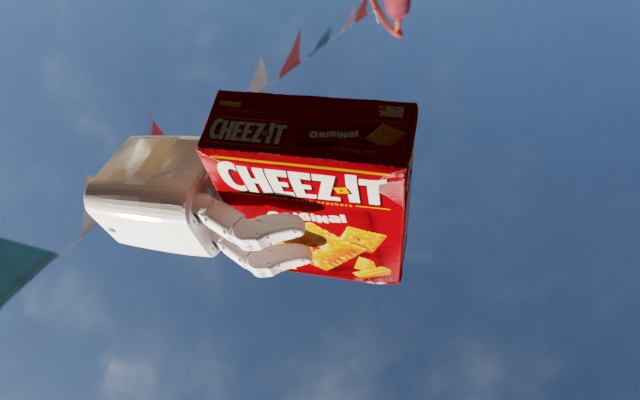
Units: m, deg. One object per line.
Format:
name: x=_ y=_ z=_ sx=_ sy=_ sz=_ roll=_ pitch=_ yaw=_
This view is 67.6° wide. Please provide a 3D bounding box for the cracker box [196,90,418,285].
cracker box: x=0.000 y=0.001 z=0.446 sx=0.164 sy=0.072 sz=0.214 roll=6 pitch=-31 yaw=11
